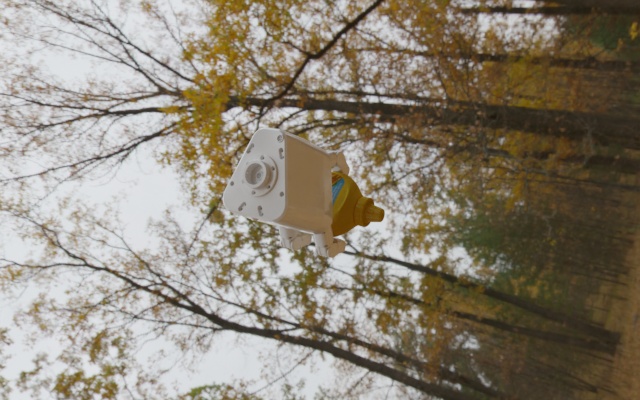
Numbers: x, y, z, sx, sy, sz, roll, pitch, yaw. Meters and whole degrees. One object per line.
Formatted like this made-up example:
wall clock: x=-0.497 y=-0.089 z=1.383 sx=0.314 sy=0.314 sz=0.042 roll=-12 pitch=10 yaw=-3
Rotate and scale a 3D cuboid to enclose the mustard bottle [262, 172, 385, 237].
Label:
mustard bottle: x=0.000 y=0.002 z=0.678 sx=0.191 sy=0.096 sz=0.058 roll=12 pitch=-27 yaw=29
